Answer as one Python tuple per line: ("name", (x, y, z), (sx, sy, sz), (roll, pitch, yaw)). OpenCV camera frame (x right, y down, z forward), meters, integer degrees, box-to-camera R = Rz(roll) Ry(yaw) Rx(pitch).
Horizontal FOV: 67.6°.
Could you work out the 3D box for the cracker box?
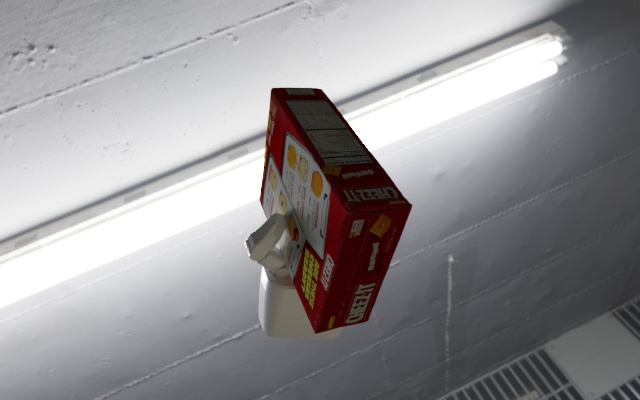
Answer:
("cracker box", (0.000, 0.002, 0.510), (0.072, 0.164, 0.213), (-7, 42, -23))
